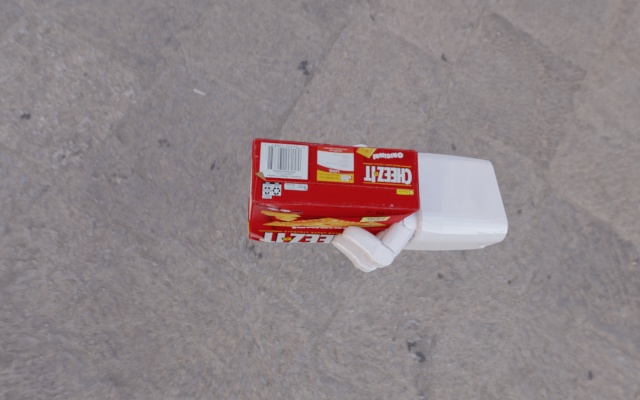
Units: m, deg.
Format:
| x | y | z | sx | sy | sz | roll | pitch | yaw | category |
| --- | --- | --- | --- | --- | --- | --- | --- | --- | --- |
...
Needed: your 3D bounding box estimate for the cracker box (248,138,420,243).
| x | y | z | sx | sy | sz | roll | pitch | yaw | category |
| --- | --- | --- | --- | --- | --- | --- | --- | --- | --- |
| 0.000 | 0.002 | 0.550 | 0.164 | 0.072 | 0.214 | 3 | -15 | -9 | cracker box |
